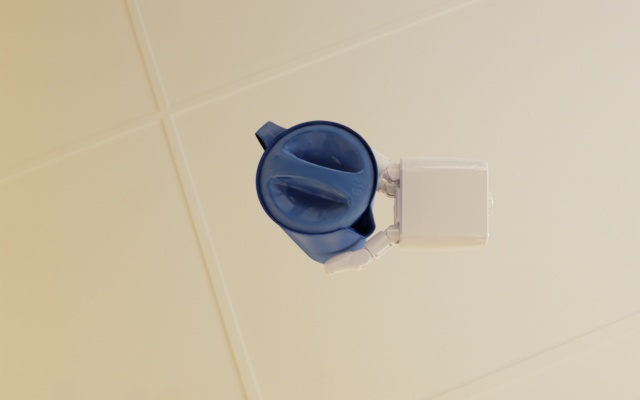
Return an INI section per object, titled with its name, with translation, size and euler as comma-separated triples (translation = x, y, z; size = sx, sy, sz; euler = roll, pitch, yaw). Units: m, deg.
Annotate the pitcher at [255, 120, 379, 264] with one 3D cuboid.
[pitcher]
translation = 0.000, 0.002, 0.620
size = 0.145, 0.149, 0.243
euler = -1, -19, 5
